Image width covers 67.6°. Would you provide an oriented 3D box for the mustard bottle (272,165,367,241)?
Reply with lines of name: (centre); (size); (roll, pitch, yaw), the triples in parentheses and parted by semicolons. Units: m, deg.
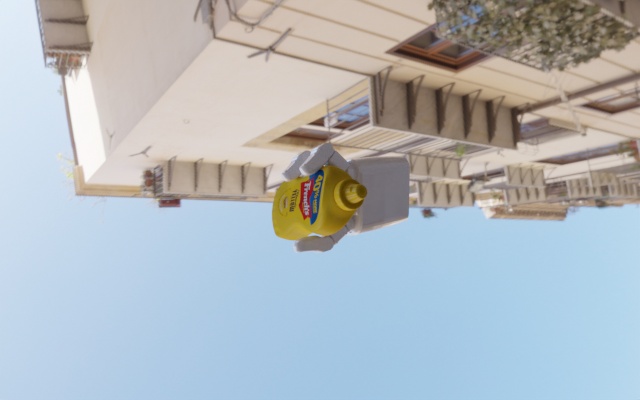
mustard bottle: (0.000, 0.002, 0.671); (0.058, 0.096, 0.191); (19, -18, -30)
